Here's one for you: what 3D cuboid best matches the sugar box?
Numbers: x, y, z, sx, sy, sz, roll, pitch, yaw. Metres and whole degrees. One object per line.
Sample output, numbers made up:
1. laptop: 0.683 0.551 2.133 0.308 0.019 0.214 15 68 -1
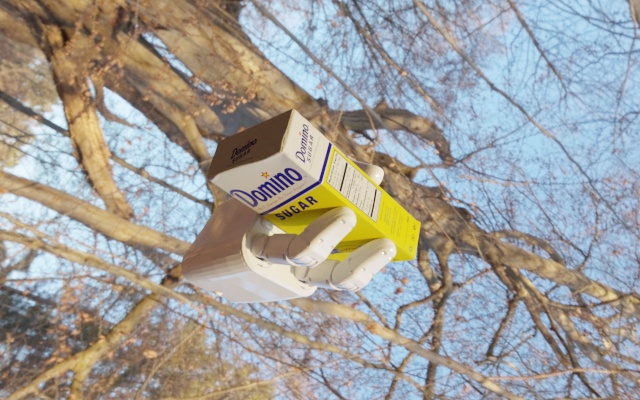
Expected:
1. sugar box: 0.000 0.002 0.410 0.093 0.048 0.176 -14 -37 41
